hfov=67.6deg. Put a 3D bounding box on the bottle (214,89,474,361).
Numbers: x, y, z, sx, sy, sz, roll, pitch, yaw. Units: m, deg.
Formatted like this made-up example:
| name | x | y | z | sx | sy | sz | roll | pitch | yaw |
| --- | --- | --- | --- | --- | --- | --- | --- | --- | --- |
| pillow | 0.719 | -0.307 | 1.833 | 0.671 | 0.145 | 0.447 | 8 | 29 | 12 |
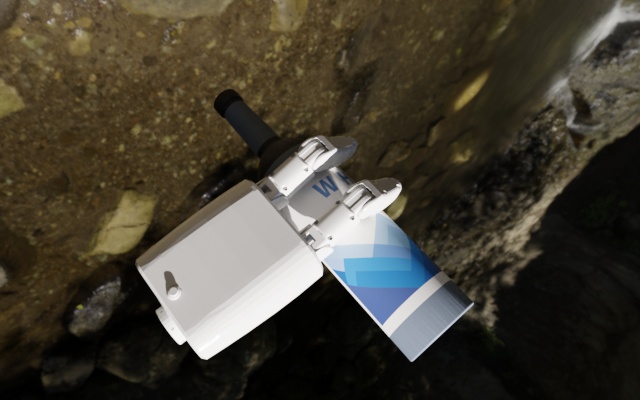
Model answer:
| name | x | y | z | sx | sy | sz | roll | pitch | yaw |
| --- | --- | --- | --- | --- | --- | --- | --- | --- | --- |
| bottle | 0.000 | 0.002 | 0.419 | 0.295 | 0.069 | 0.069 | 47 | 20 | 21 |
